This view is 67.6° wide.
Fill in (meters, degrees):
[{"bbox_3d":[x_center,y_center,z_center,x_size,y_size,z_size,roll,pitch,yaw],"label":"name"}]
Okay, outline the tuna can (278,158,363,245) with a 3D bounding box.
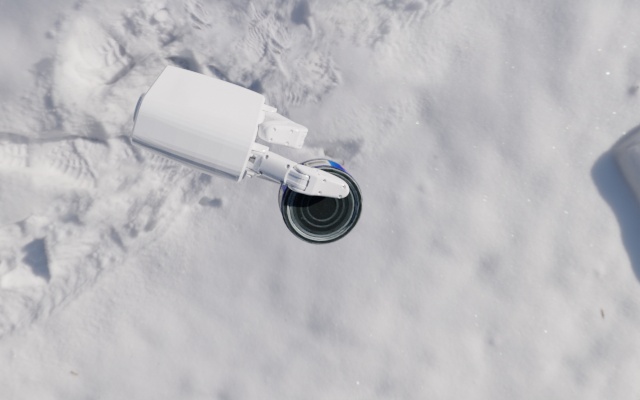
[{"bbox_3d":[0.000,0.002,0.494,0.086,0.086,0.033,0,18,-10],"label":"tuna can"}]
